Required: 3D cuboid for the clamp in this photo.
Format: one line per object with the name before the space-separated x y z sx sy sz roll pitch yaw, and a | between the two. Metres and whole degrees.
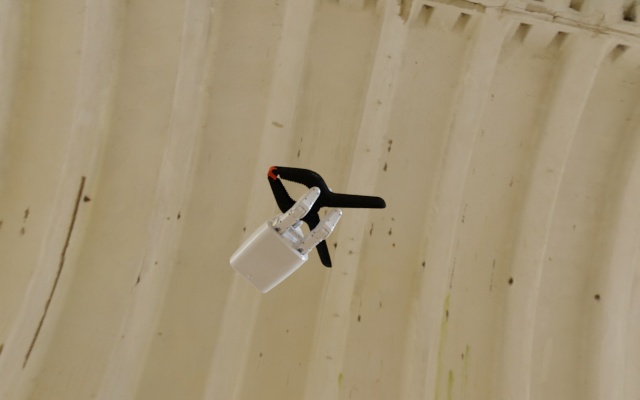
clamp | 0.000 0.002 0.843 0.164 0.210 0.036 -43 15 12
